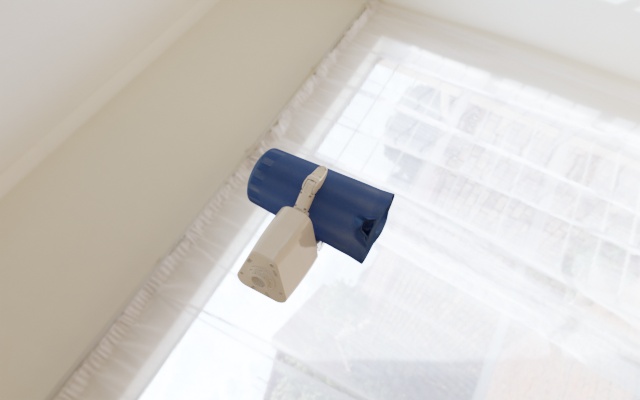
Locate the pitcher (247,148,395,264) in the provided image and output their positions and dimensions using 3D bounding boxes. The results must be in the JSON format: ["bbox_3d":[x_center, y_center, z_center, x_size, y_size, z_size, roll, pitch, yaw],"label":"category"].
[{"bbox_3d":[0.000,0.003,0.850,0.243,0.149,0.145,26,49,12],"label":"pitcher"}]
